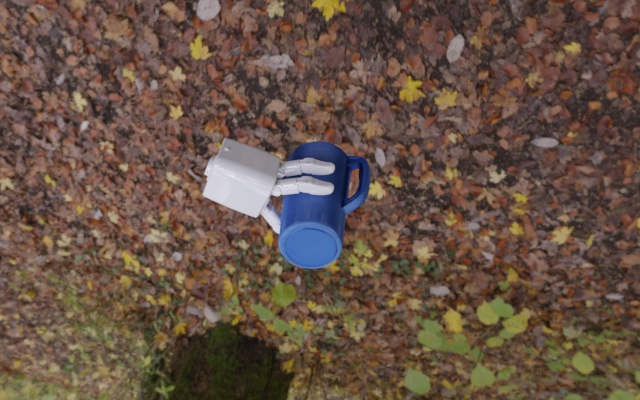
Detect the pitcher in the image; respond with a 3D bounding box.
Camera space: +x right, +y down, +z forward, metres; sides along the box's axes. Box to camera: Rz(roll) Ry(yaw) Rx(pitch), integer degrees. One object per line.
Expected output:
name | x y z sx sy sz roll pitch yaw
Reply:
pitcher | 0.000 0.003 0.881 0.145 0.149 0.242 23 36 -13
